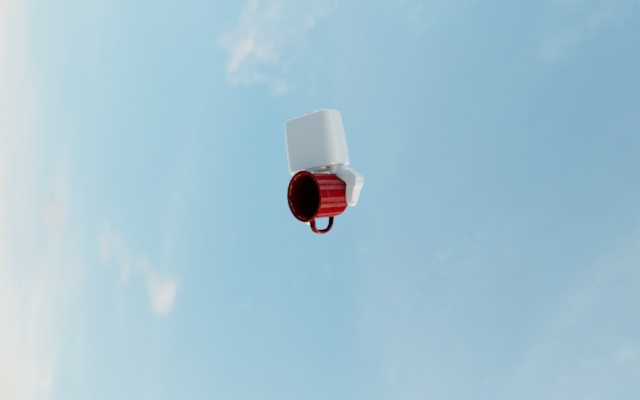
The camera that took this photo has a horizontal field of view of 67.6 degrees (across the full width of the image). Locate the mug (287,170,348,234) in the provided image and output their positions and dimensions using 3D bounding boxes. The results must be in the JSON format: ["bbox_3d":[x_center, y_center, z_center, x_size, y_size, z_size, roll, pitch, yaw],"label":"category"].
[{"bbox_3d":[0.001,0.004,0.877,0.081,0.117,0.093,-4,-5,-43],"label":"mug"}]
